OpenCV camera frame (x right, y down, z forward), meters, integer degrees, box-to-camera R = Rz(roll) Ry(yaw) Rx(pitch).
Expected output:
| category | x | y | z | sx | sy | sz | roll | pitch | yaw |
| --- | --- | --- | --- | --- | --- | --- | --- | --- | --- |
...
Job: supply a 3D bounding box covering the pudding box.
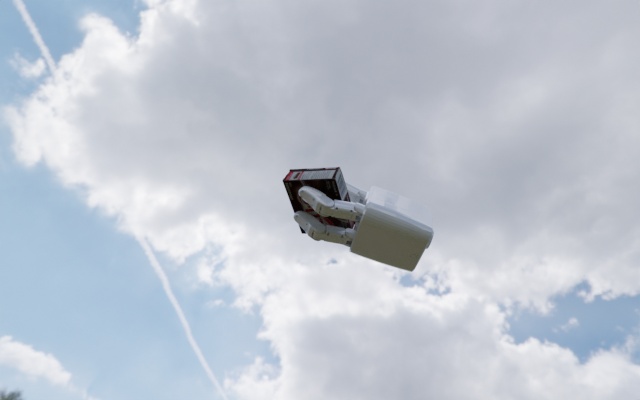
| category | x | y | z | sx | sy | sz | roll | pitch | yaw |
| --- | --- | --- | --- | --- | --- | --- | --- | --- | --- |
| pudding box | 0.000 | 0.002 | 0.761 | 0.090 | 0.114 | 0.039 | -2 | 35 | 23 |
